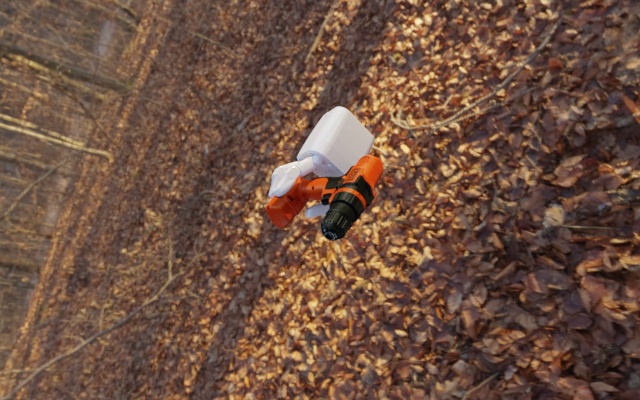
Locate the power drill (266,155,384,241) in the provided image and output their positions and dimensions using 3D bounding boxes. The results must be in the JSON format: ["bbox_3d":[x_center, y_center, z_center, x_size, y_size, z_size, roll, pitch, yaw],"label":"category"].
[{"bbox_3d":[0.000,0.002,0.796,0.187,0.057,0.184,-7,34,39],"label":"power drill"}]
